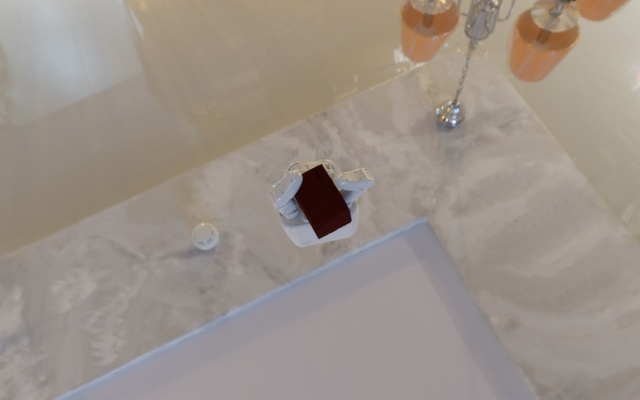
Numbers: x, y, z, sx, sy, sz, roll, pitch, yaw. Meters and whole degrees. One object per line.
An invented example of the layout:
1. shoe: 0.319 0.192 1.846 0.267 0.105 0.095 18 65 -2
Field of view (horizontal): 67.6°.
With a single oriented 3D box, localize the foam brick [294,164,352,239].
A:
1. foam brick: 0.000 0.002 0.628 0.053 0.078 0.051 -28 -23 -4
